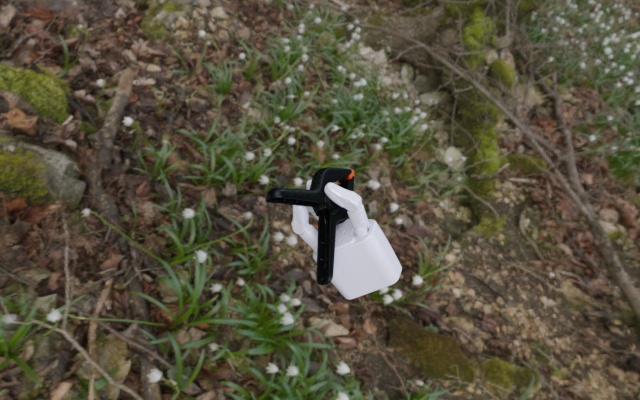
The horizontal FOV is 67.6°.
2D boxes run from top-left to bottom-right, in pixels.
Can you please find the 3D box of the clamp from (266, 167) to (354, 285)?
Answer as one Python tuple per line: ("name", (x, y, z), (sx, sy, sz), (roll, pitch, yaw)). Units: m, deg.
("clamp", (0.001, 0.002, 0.741), (0.036, 0.165, 0.209), (-15, 30, 35))
